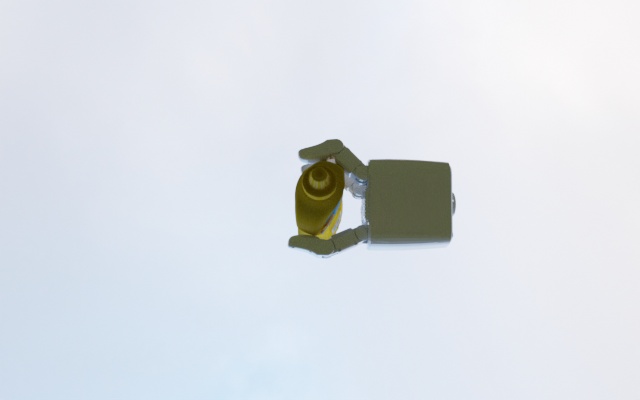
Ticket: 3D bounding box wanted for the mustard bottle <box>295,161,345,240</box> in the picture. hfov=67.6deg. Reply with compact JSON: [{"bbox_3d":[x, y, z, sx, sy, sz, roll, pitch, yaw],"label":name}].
[{"bbox_3d":[0.000,0.002,0.626,0.058,0.096,0.192,23,-17,8],"label":"mustard bottle"}]
